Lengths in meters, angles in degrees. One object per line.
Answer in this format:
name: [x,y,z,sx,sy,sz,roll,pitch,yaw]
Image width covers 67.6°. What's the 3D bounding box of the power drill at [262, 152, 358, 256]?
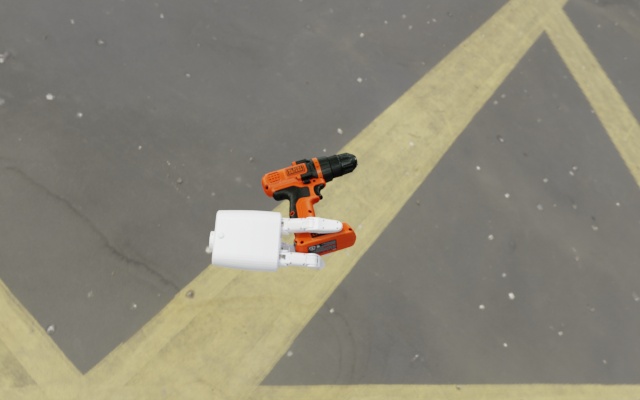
power drill: [0.000,0.003,0.857,0.184,0.187,0.057,-17,-35,-4]
